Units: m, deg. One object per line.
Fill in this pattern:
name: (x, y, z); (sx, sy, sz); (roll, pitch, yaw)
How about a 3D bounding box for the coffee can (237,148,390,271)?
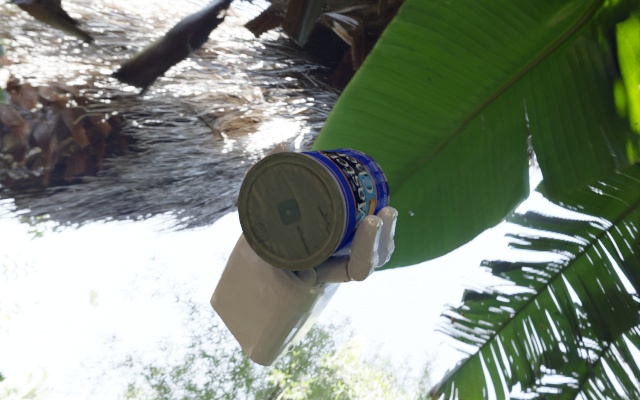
coffee can: (0.000, 0.001, 0.468); (0.103, 0.103, 0.140); (0, 7, 24)
